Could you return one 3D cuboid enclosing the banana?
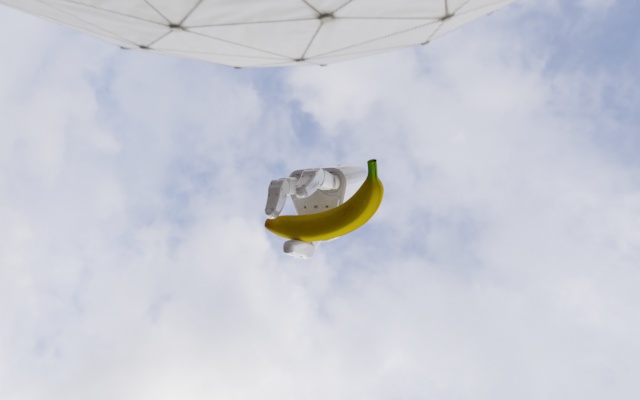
[{"bbox_3d":[0.012,0.017,0.625,0.198,0.069,0.037,-29,-1,31],"label":"banana"}]
